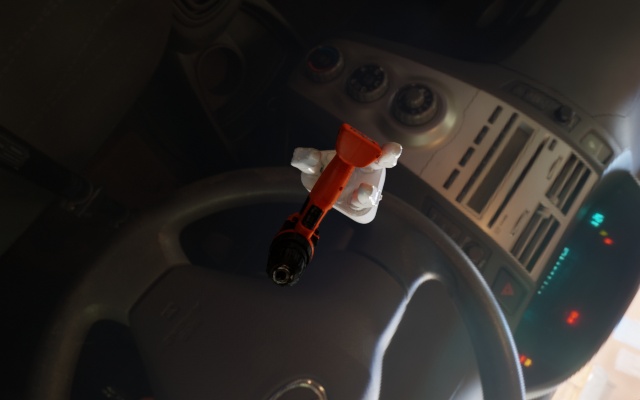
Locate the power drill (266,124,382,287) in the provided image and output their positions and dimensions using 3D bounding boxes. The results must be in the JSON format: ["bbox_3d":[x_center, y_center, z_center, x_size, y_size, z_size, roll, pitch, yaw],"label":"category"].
[{"bbox_3d":[0.000,0.001,0.575,0.057,0.188,0.184,33,14,-6],"label":"power drill"}]
